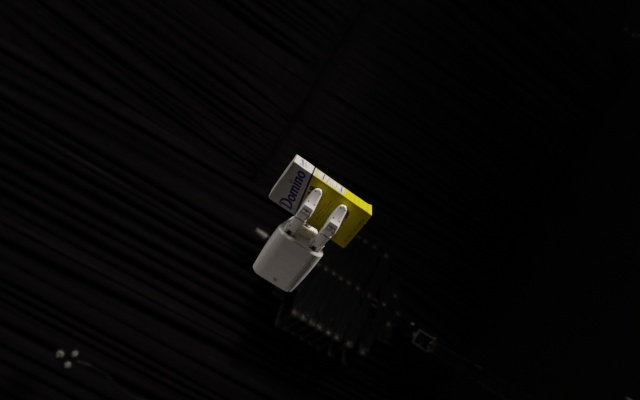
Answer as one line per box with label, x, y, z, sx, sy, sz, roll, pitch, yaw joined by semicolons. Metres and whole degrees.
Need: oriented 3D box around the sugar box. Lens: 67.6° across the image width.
sugar box;0.000;0.003;0.897;0.176;0.093;0.048;33;24;-10
